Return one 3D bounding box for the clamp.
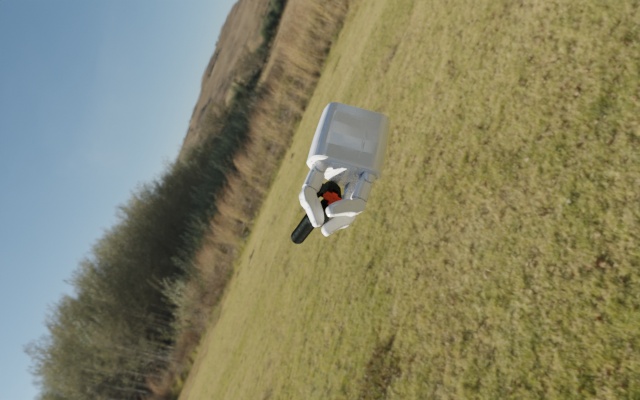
[{"bbox_3d":[0.000,0.002,0.796,0.039,0.120,0.171,22,-23,-15],"label":"clamp"}]
